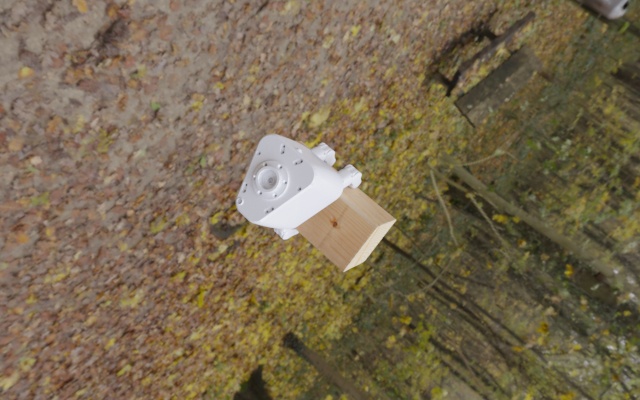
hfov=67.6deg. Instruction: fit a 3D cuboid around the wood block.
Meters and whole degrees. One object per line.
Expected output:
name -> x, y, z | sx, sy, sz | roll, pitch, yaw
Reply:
wood block -> 0.000, 0.003, 0.740 | 0.206, 0.091, 0.090 | 41, 21, 18
